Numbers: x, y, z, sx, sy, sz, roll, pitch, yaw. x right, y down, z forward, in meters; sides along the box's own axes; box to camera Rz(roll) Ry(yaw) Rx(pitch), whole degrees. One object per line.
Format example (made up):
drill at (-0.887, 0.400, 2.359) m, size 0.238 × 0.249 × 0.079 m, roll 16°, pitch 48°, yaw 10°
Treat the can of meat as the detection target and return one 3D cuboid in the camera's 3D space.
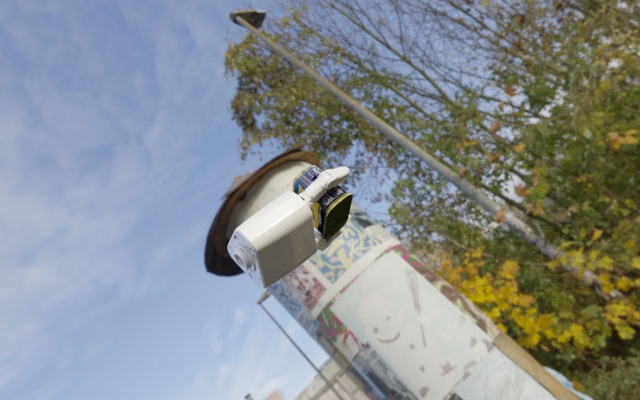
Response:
can of meat at (0.000, 0.002, 0.781) m, size 0.057 × 0.084 × 0.102 m, roll -38°, pitch -24°, yaw -25°
